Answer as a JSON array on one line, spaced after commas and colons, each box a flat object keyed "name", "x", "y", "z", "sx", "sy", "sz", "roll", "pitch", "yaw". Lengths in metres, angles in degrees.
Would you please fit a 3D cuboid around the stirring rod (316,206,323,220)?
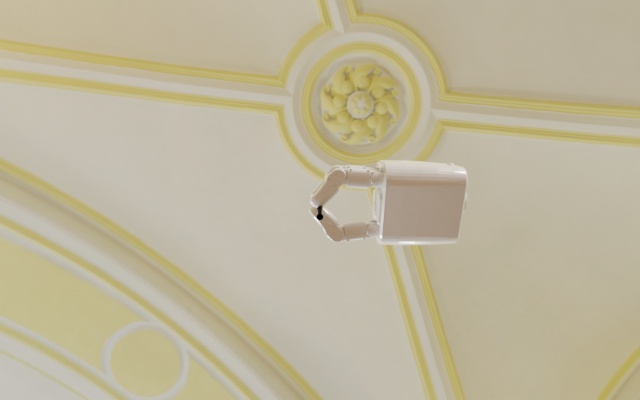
[{"name": "stirring rod", "x": 0.000, "y": 0.002, "z": 0.667, "sx": 0.011, "sy": 0.011, "sz": 0.239, "roll": 0, "pitch": 8, "yaw": 0}]
